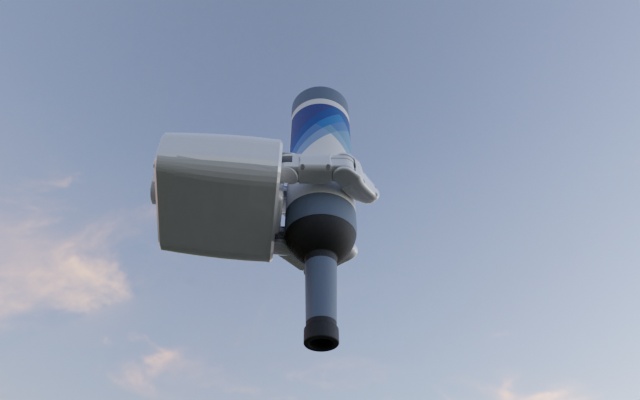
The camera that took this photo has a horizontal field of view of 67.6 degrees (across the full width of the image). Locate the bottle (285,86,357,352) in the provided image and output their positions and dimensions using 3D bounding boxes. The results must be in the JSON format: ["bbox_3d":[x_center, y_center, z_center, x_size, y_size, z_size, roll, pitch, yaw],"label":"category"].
[{"bbox_3d":[0.000,0.001,0.463,0.069,0.295,0.069,0,-43,0],"label":"bottle"}]
